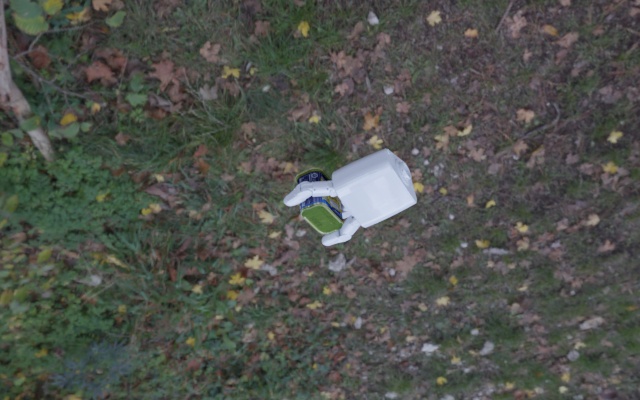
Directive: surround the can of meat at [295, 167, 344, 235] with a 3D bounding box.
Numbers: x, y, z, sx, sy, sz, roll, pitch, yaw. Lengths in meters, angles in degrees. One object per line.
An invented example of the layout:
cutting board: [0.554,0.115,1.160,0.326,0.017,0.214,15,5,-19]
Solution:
can of meat: [0.000,0.003,0.879,0.057,0.084,0.102,-23,-40,20]
